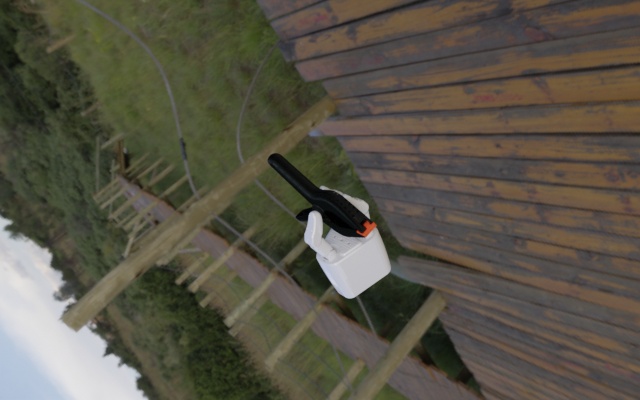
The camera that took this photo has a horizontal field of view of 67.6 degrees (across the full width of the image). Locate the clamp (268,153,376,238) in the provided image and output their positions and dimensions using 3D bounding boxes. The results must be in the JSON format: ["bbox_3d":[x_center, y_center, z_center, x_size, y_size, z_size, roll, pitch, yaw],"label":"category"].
[{"bbox_3d":[0.000,0.003,0.792,0.210,0.165,0.036,22,61,44],"label":"clamp"}]
